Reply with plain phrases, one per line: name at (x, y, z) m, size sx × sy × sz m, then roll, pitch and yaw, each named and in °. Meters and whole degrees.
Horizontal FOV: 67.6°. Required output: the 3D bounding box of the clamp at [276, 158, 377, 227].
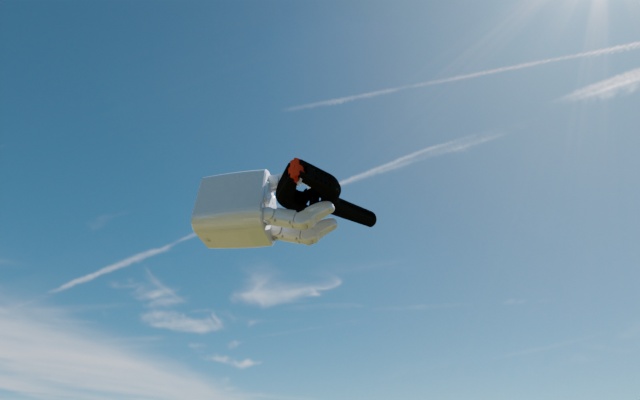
clamp at (0.000, 0.001, 0.716) m, size 0.164 × 0.036 × 0.210 m, roll -7°, pitch -29°, yaw 4°
